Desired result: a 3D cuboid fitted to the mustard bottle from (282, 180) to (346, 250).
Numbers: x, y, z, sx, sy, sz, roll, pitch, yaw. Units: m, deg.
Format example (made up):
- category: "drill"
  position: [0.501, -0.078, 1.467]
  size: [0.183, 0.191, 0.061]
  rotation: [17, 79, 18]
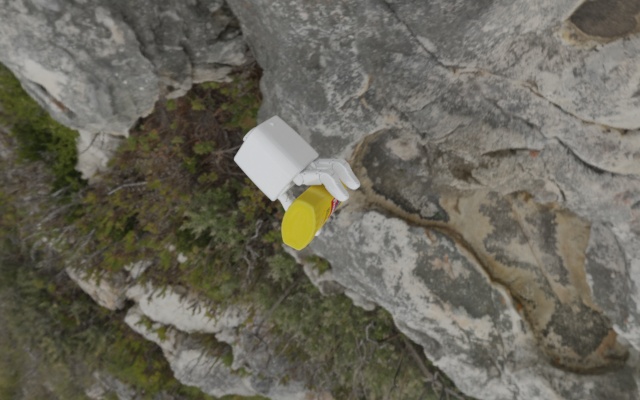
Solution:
- category: "mustard bottle"
  position: [0.000, 0.003, 0.839]
  size: [0.058, 0.096, 0.191]
  rotation: [25, 33, 12]
